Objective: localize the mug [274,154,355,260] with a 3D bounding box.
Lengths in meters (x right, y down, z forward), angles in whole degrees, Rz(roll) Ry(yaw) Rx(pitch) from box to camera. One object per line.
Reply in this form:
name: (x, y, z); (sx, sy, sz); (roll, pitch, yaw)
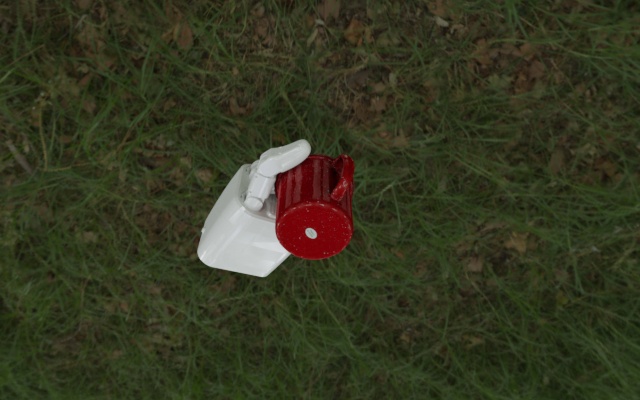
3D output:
mug: (0.001, 0.001, 0.512); (0.093, 0.117, 0.081); (29, 32, -21)
